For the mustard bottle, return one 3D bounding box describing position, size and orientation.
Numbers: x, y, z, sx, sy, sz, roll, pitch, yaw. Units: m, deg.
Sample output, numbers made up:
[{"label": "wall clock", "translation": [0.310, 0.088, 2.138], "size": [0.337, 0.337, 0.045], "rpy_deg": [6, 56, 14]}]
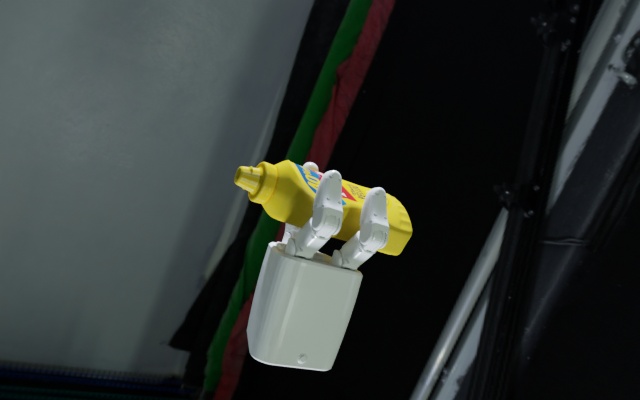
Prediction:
[{"label": "mustard bottle", "translation": [0.000, 0.001, 0.506], "size": [0.192, 0.058, 0.096], "rpy_deg": [17, 23, -28]}]
